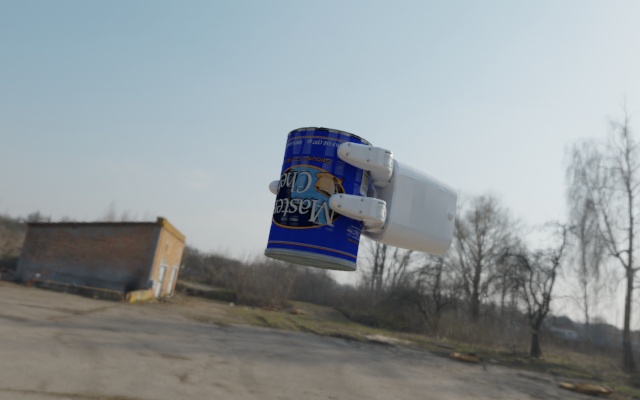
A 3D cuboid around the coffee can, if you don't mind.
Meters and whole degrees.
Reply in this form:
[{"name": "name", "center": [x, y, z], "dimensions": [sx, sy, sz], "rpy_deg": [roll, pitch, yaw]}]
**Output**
[{"name": "coffee can", "center": [0.000, 0.002, 0.538], "dimensions": [0.103, 0.140, 0.103], "rpy_deg": [9, -12, 2]}]
